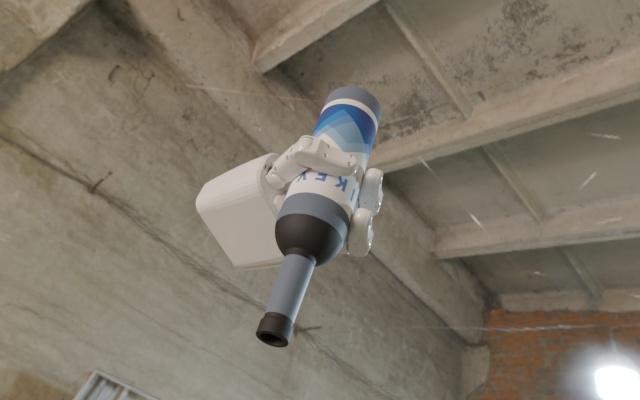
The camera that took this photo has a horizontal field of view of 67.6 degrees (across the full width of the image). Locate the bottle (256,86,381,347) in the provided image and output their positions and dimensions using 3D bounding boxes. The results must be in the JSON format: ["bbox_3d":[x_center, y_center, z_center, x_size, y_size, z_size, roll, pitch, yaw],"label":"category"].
[{"bbox_3d":[0.000,0.001,0.467,0.069,0.295,0.069,12,-40,10],"label":"bottle"}]
